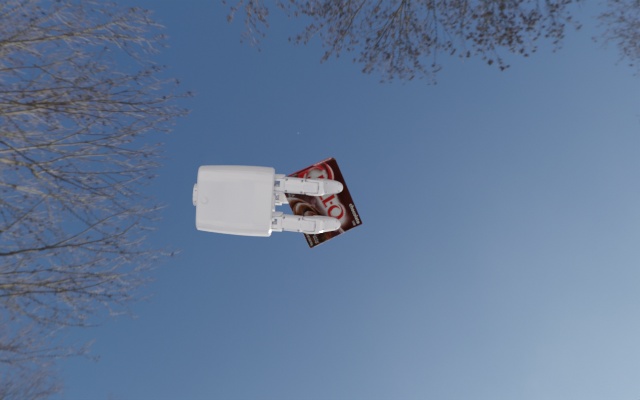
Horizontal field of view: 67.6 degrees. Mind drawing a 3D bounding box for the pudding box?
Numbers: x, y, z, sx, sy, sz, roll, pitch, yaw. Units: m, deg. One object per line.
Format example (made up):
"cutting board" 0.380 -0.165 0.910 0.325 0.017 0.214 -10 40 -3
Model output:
"pudding box" 0.000 0.002 0.723 0.090 0.113 0.039 -25 12 -5
